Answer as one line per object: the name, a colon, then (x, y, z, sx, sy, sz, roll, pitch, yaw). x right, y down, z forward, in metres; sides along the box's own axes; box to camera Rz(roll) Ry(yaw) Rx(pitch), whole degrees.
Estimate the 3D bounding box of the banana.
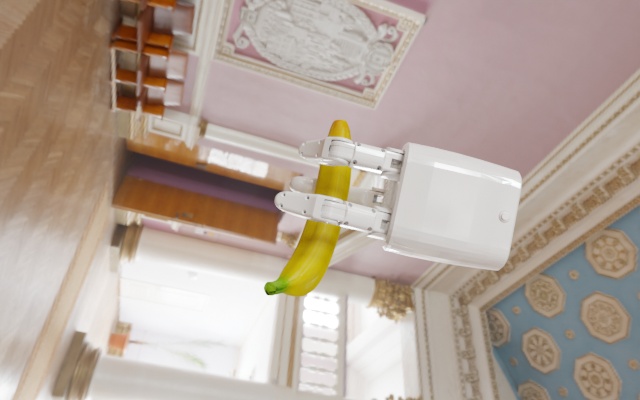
banana: (0.001, 0.014, 0.464, 0.037, 0.197, 0.070, 11, -29, 15)
